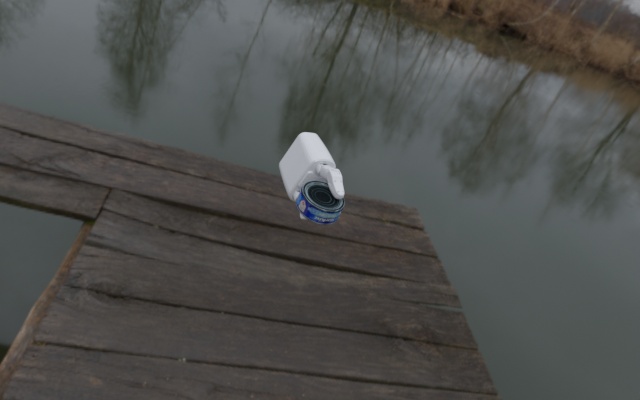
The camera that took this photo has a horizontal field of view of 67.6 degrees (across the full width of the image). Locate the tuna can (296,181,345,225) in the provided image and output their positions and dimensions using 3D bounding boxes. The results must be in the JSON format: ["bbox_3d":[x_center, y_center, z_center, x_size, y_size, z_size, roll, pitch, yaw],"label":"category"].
[{"bbox_3d":[0.000,0.002,0.869,0.086,0.034,0.086,17,37,-13],"label":"tuna can"}]
